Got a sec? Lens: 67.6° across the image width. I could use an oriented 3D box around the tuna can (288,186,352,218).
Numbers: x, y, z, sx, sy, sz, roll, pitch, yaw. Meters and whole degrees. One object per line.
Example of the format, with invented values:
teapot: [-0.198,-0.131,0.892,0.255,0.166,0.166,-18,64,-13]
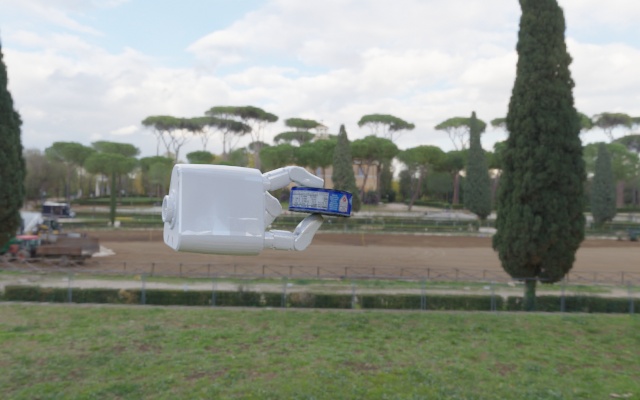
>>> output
tuna can: [0.000,0.002,0.650,0.086,0.034,0.086,6,-3,0]
